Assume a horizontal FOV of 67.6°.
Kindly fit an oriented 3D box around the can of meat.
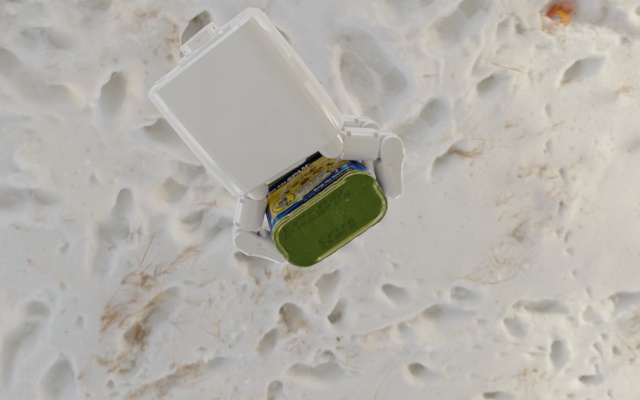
[{"bbox_3d":[0.000,0.002,0.415,0.102,0.057,0.084,-35,25,3],"label":"can of meat"}]
